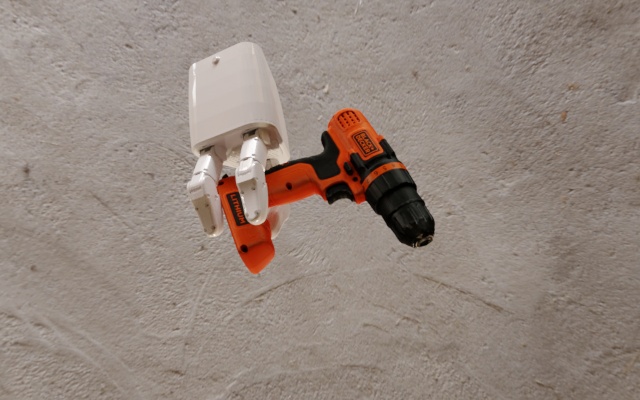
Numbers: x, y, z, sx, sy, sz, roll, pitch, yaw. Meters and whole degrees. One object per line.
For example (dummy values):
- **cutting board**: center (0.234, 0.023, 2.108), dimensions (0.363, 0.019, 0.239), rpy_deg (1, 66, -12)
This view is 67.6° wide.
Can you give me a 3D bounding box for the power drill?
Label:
- **power drill**: center (0.000, 0.002, 0.488), dimensions (0.187, 0.184, 0.057), rpy_deg (-24, -36, -6)
